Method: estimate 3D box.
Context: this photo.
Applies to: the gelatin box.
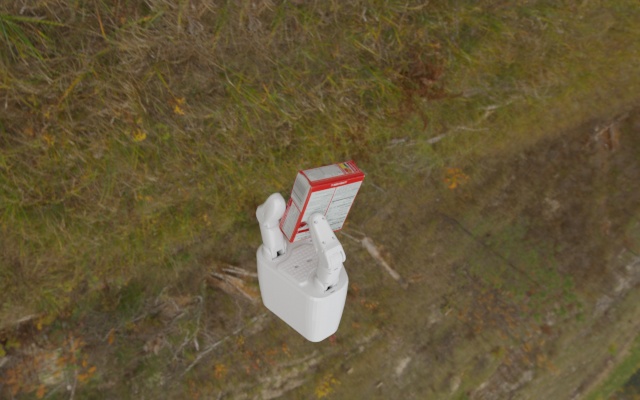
[{"bbox_3d":[0.000,0.002,0.525,0.073,0.089,0.030,-14,51,-35],"label":"gelatin box"}]
